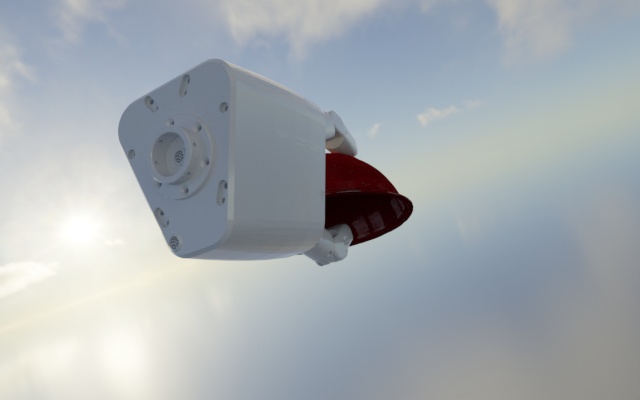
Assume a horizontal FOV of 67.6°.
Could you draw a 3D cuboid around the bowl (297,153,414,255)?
[{"bbox_3d":[0.000,0.001,0.441,0.162,0.055,0.162,-9,-22,-4],"label":"bowl"}]
